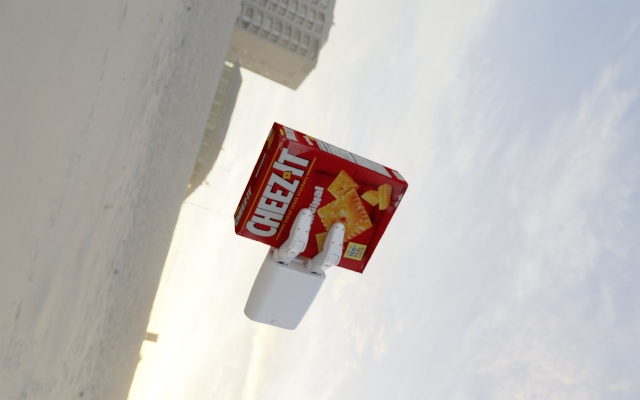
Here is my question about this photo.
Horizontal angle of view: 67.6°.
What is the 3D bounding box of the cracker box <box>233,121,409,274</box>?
[{"bbox_3d":[0.000,0.002,0.711,0.214,0.164,0.072,19,19,-20],"label":"cracker box"}]
